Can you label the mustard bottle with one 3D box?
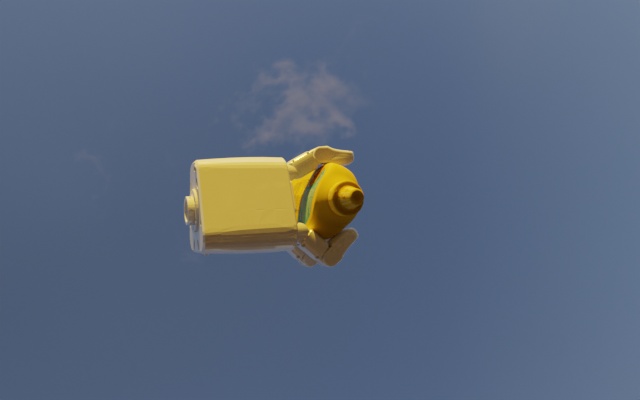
[{"bbox_3d":[0.000,0.002,0.603,0.058,0.096,0.191,25,-13,-20],"label":"mustard bottle"}]
